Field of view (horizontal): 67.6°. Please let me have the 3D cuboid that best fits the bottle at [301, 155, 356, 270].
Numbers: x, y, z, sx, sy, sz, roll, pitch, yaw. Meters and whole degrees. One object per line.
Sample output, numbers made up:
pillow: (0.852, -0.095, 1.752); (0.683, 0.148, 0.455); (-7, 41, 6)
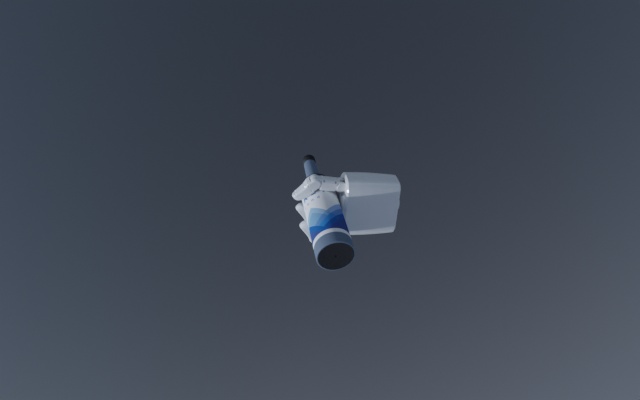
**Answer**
bottle: (0.000, 0.003, 0.898); (0.069, 0.069, 0.295); (0, 37, -13)
